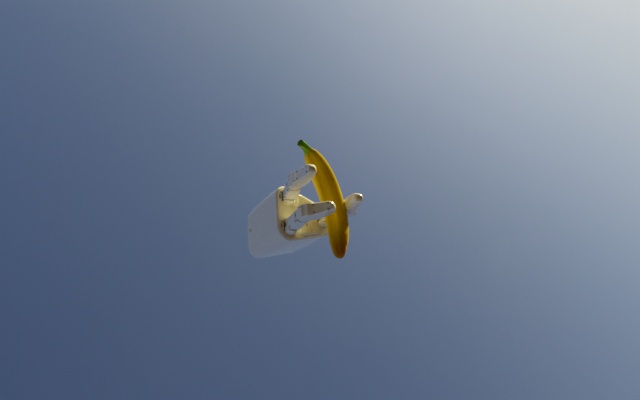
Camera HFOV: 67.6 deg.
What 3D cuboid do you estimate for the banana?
[{"bbox_3d":[0.010,-0.002,0.776,0.037,0.197,0.069,-26,-10,34],"label":"banana"}]
